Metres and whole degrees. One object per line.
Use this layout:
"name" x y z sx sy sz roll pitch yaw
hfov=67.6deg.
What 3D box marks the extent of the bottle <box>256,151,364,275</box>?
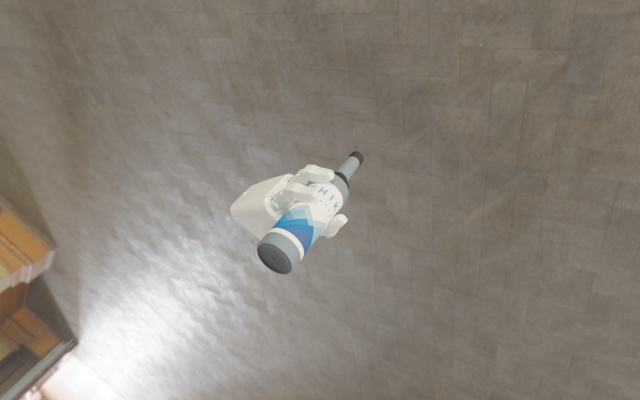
"bottle" 0.000 0.003 0.818 0.069 0.069 0.295 0 36 36
